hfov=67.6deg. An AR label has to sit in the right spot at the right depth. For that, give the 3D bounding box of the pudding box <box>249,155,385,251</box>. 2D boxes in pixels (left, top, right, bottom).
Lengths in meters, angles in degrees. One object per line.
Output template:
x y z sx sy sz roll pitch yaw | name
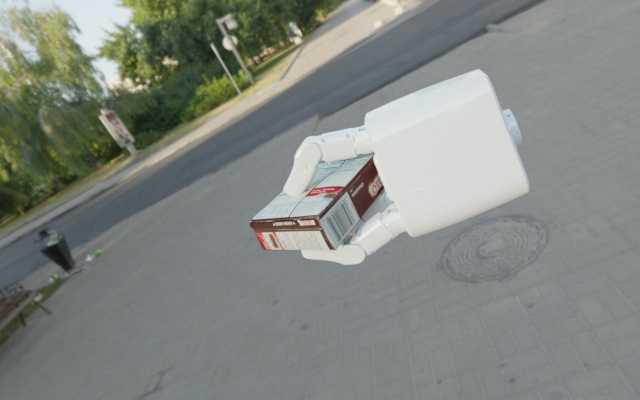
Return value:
0.000 0.001 0.461 0.090 0.039 0.113 -6 28 41 | pudding box
